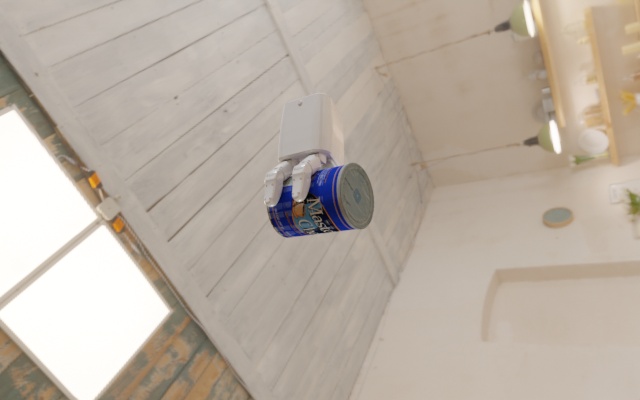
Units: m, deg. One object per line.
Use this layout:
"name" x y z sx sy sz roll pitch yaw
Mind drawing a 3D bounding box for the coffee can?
"coffee can" 0.000 0.003 0.762 0.140 0.103 0.103 -10 -5 33
